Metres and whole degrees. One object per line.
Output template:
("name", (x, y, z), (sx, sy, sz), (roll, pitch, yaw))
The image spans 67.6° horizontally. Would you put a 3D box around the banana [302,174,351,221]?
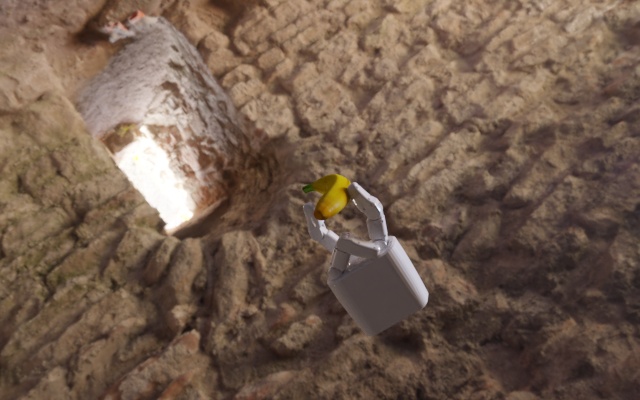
("banana", (0.015, -0.009, 0.703), (0.069, 0.037, 0.197), (-33, 11, 0))
